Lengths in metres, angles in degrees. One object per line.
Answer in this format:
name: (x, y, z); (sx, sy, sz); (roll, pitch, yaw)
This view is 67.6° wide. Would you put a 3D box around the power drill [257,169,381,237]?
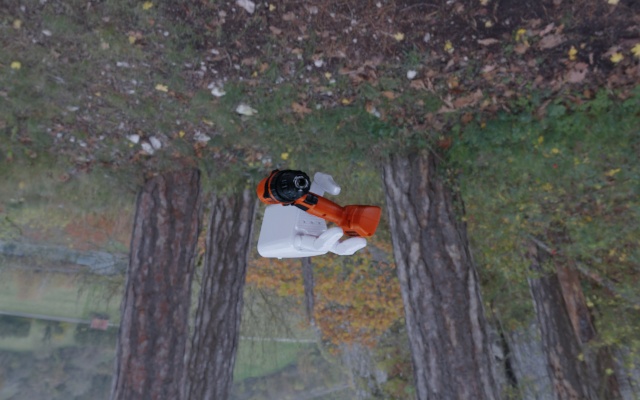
power drill: (0.000, 0.003, 0.770); (0.188, 0.057, 0.184); (24, -9, -19)
